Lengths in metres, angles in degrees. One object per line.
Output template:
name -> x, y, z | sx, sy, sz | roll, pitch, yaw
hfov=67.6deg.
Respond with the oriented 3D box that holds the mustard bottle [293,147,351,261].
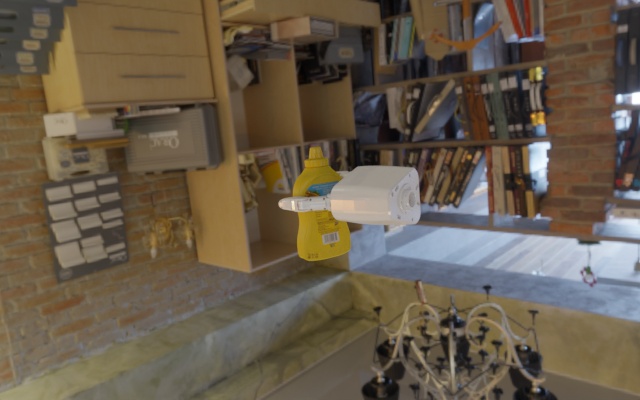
mustard bottle -> 0.000, 0.003, 0.832 | 0.096, 0.191, 0.058 | -10, 10, -27
